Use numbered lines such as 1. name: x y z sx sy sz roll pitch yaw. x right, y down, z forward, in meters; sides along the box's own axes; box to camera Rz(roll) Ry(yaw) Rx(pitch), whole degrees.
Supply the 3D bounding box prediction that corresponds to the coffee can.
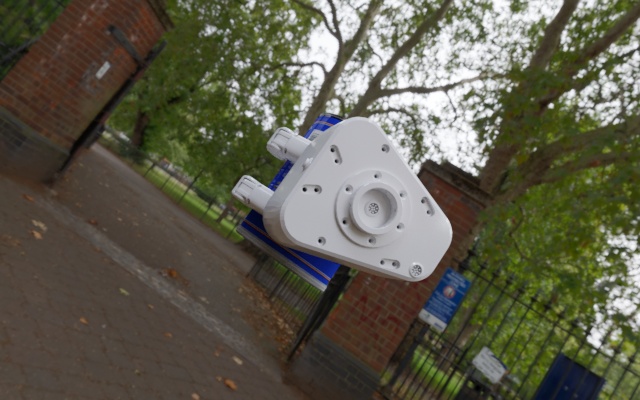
1. coffee can: 0.000 0.002 0.465 0.103 0.140 0.103 34 -7 5
